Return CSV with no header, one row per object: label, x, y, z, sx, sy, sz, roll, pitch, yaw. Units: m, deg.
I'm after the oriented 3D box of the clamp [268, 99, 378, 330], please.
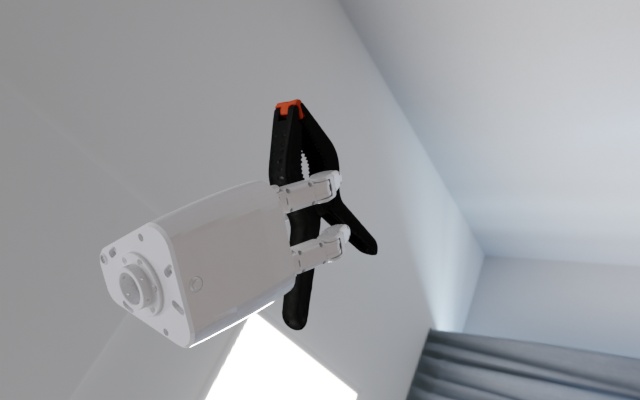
clamp,-0.001,0.001,0.488,0.036,0.210,0.164,-2,14,36
